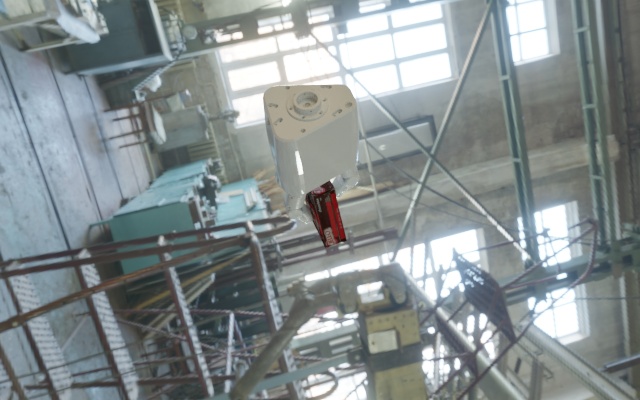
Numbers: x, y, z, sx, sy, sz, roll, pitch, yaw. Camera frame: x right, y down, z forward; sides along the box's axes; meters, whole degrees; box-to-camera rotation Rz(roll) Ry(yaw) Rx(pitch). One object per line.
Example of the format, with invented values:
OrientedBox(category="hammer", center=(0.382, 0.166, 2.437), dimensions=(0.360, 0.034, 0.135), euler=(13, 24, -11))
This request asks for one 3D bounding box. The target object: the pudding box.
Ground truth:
OrientedBox(category="pudding box", center=(0.000, 0.002, 0.705), dimensions=(0.039, 0.090, 0.113), euler=(-16, 29, -5))
